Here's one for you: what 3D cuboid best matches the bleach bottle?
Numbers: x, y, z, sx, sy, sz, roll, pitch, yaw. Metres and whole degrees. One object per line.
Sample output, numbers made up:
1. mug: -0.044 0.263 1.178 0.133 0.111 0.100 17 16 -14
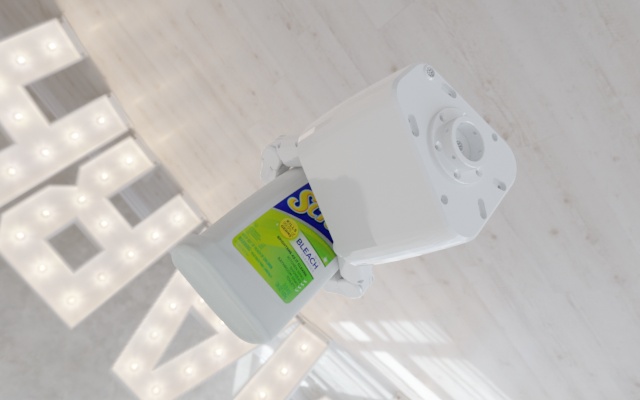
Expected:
1. bleach bottle: 0.000 0.001 0.420 0.250 0.102 0.068 -44 12 -33
